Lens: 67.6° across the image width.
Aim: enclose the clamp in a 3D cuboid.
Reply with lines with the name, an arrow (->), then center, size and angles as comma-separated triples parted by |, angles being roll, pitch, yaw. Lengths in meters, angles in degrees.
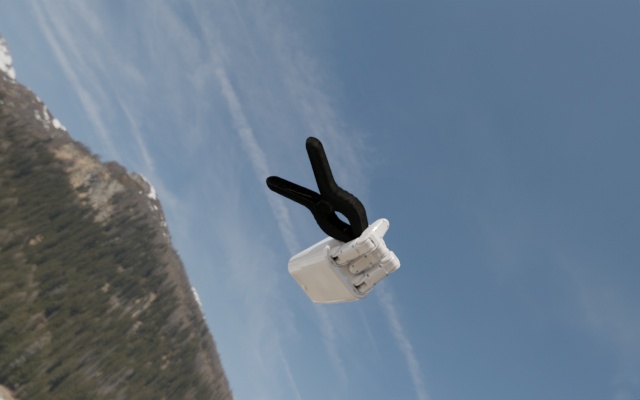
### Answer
clamp -> 0.001, 0.002, 0.676 | 0.120, 0.171, 0.039 | -25, 14, 47
